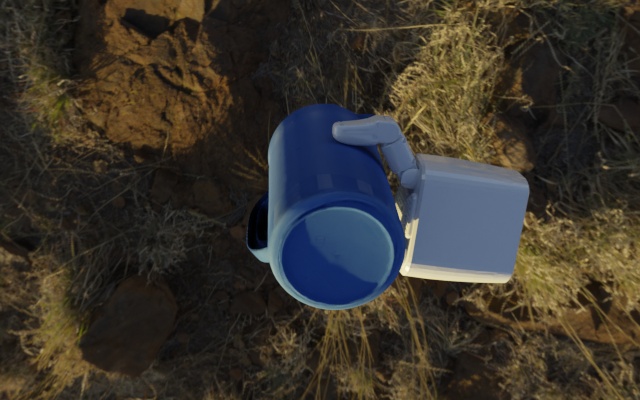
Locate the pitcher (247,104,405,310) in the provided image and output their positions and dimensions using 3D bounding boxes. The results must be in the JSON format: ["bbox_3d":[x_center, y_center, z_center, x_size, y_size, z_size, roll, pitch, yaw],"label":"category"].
[{"bbox_3d":[0.000,0.002,0.475,0.145,0.149,0.242,7,23,-5],"label":"pitcher"}]
